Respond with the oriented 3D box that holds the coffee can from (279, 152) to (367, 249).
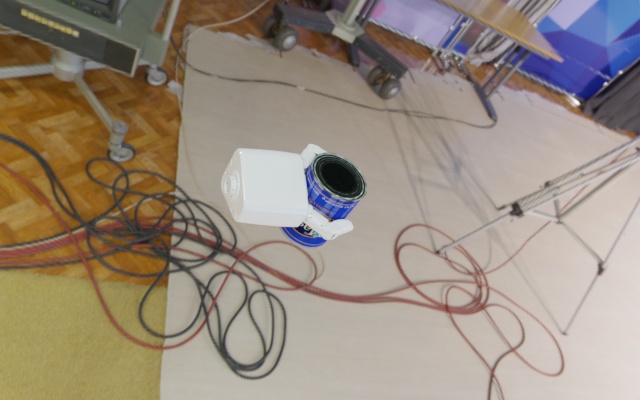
[{"bbox_3d":[0.000,0.003,0.811,0.103,0.102,0.140,0,-37,-34],"label":"coffee can"}]
